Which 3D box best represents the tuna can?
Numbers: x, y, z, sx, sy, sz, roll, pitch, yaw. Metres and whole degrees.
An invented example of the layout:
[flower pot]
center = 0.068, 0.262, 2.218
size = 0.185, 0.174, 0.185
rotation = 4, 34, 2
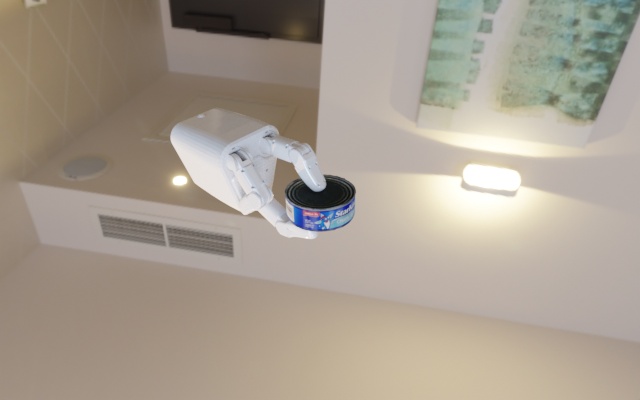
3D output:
[tuna can]
center = 0.000, 0.002, 0.582
size = 0.086, 0.034, 0.086
rotation = -1, 31, 0
